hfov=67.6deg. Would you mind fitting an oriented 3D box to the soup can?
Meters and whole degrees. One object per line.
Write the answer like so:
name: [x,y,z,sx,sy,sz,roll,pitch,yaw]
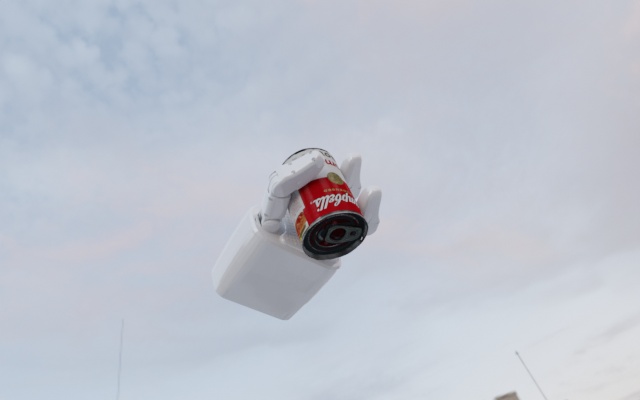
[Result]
soup can: [0.000,0.001,0.495,0.068,0.068,0.102,0,43,-23]
